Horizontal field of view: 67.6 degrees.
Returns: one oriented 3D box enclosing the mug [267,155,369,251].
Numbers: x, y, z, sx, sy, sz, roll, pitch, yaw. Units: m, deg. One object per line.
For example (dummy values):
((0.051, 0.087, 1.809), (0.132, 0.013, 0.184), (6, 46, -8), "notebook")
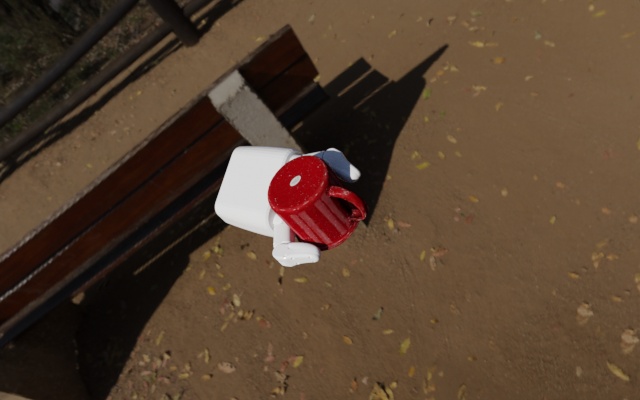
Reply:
((0.001, 0.002, 0.557), (0.117, 0.093, 0.081), (7, -28, 37), "mug")
